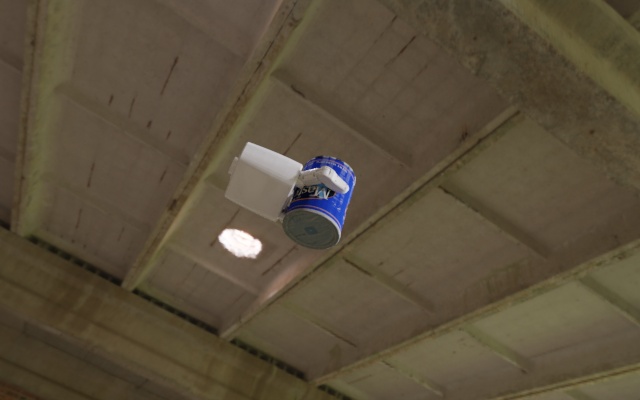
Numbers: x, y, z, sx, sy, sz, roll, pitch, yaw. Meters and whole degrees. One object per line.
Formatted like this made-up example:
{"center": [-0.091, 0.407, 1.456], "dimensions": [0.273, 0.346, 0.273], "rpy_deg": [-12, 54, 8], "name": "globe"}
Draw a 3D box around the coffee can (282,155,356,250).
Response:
{"center": [0.000, 0.003, 0.864], "dimensions": [0.103, 0.140, 0.103], "rpy_deg": [11, -41, 9], "name": "coffee can"}
